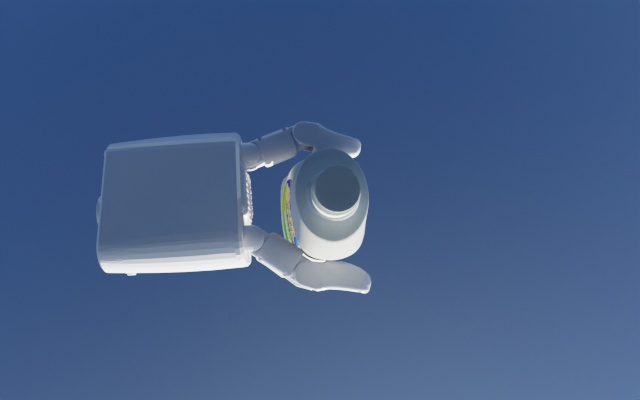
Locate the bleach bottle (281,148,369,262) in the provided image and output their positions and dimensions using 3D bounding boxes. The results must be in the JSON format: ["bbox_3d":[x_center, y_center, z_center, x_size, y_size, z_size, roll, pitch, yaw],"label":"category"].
[{"bbox_3d":[0.000,0.001,0.411,0.068,0.102,0.251,-4,-7,-5],"label":"bleach bottle"}]
